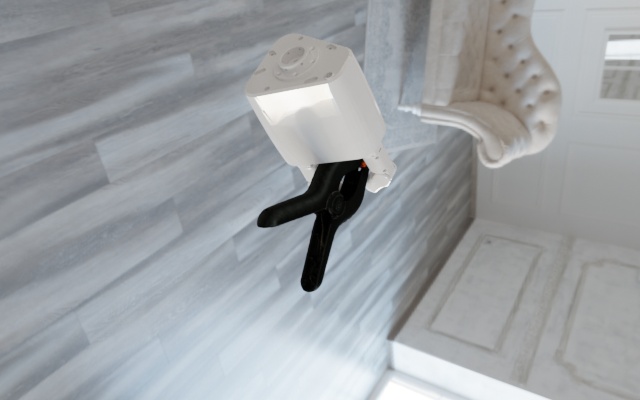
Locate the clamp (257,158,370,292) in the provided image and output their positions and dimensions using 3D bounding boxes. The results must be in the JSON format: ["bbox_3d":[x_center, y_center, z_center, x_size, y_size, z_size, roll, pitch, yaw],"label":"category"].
[{"bbox_3d":[0.001,0.002,0.521,0.039,0.171,0.120,11,-29,34],"label":"clamp"}]
